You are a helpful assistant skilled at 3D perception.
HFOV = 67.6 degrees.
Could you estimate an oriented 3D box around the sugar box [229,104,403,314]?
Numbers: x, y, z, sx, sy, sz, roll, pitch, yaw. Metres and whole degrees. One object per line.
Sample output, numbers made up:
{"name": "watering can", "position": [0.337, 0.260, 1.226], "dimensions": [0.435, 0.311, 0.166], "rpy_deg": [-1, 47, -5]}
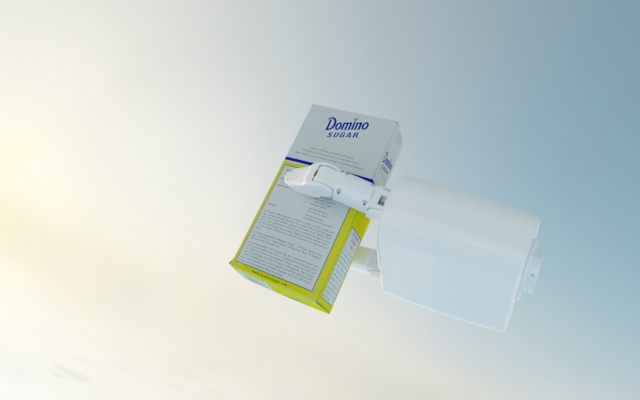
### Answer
{"name": "sugar box", "position": [0.000, 0.002, 0.433], "dimensions": [0.093, 0.176, 0.048], "rpy_deg": [18, -21, 26]}
